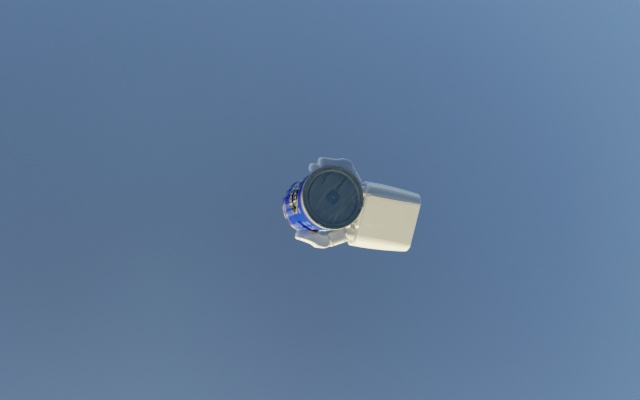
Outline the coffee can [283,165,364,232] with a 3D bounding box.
[{"bbox_3d":[0.000,0.003,0.817,0.103,0.103,0.140,0,-6,-17],"label":"coffee can"}]
